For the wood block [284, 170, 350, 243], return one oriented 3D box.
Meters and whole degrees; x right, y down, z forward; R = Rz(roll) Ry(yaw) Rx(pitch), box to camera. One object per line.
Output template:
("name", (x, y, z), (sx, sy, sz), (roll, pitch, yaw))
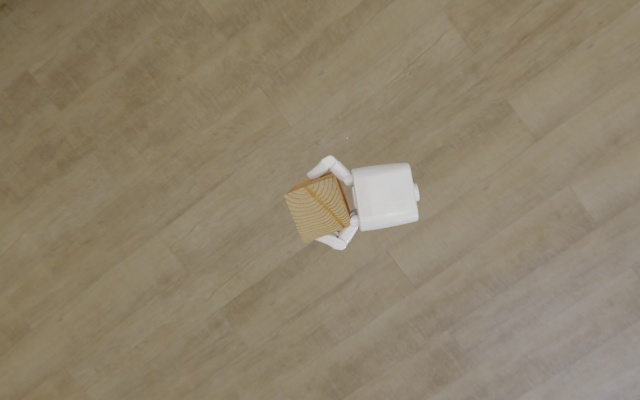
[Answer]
("wood block", (0.000, 0.003, 0.896), (0.090, 0.091, 0.206), (-20, 6, 5))
